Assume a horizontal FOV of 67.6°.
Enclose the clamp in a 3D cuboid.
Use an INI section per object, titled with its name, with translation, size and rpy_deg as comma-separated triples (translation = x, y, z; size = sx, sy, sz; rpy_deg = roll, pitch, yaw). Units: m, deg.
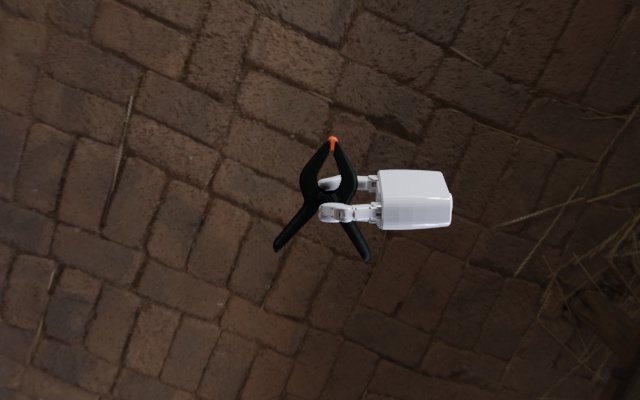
[clamp]
translation = 0.000, 0.002, 0.778
size = 0.164, 0.210, 0.036
rpy_deg = -1, 15, 2
